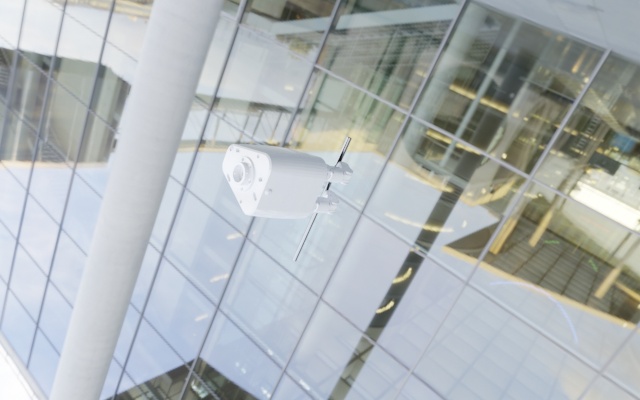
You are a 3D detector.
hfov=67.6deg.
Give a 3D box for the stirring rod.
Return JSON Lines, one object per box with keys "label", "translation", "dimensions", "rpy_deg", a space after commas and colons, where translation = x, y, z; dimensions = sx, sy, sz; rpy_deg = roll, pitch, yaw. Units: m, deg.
{"label": "stirring rod", "translation": [0.000, 0.003, 0.803], "dimensions": [0.011, 0.240, 0.011], "rpy_deg": [21, 21, -8]}
